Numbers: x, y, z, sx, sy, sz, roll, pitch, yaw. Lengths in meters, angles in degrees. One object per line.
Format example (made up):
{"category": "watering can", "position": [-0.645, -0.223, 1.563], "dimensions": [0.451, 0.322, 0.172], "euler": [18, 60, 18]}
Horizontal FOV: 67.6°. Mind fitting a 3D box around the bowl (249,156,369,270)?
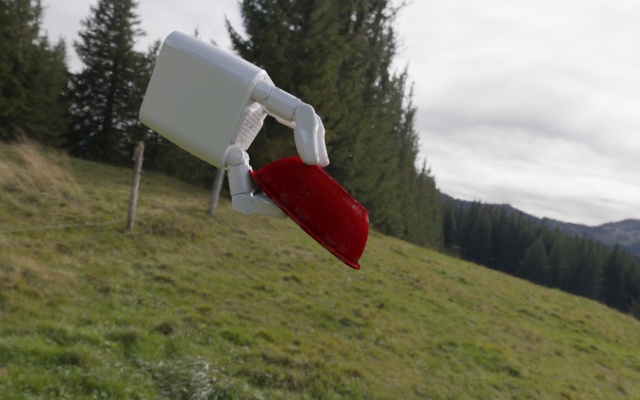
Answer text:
{"category": "bowl", "position": [0.001, 0.002, 0.521], "dimensions": [0.162, 0.055, 0.162], "euler": [42, 2, -2]}
